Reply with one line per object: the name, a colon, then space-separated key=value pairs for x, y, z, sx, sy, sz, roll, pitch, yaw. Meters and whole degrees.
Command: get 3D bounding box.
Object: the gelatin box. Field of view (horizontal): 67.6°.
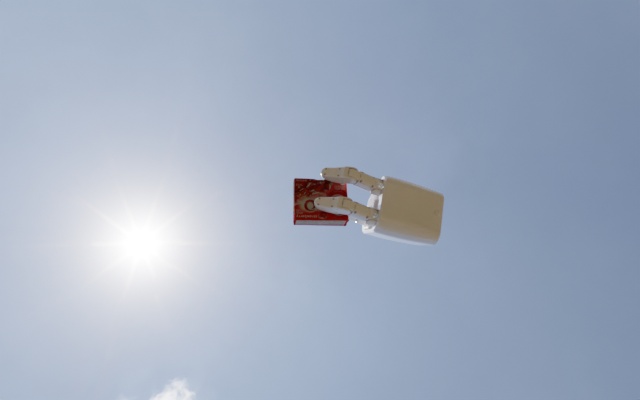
gelatin box: x=0.000 y=0.003 z=0.776 sx=0.089 sy=0.073 sz=0.030 roll=1 pitch=-22 yaw=-7
